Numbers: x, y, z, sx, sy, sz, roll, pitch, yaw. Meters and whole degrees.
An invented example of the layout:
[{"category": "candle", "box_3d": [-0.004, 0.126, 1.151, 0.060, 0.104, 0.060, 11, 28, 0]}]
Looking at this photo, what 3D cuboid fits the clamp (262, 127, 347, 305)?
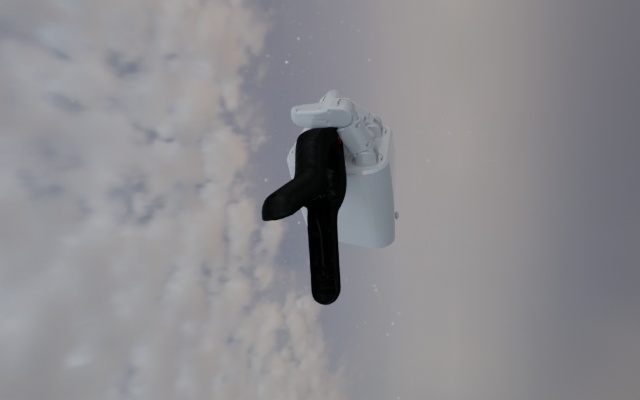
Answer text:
[{"category": "clamp", "box_3d": [-0.001, 0.001, 0.419, 0.039, 0.120, 0.171, -2, 37, 19]}]
